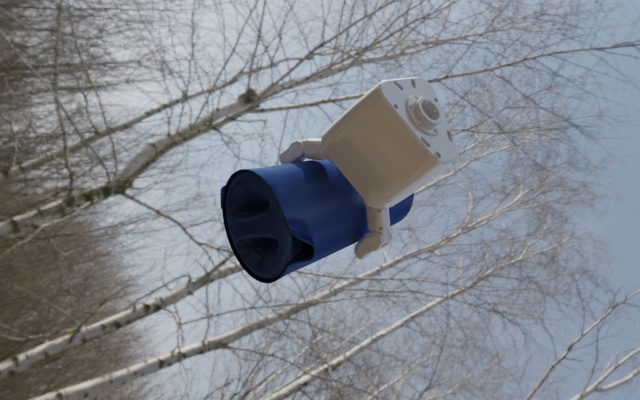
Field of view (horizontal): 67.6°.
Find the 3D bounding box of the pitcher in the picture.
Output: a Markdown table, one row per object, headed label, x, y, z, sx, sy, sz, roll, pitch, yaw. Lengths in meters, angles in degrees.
| label | x | y | z | sx | sy | sz | roll | pitch | yaw |
| --- | --- | --- | --- | --- | --- | --- | --- | --- | --- |
| pitcher | 0.000 | 0.002 | 0.620 | 0.243 | 0.149 | 0.145 | -16 | -16 | -40 |
